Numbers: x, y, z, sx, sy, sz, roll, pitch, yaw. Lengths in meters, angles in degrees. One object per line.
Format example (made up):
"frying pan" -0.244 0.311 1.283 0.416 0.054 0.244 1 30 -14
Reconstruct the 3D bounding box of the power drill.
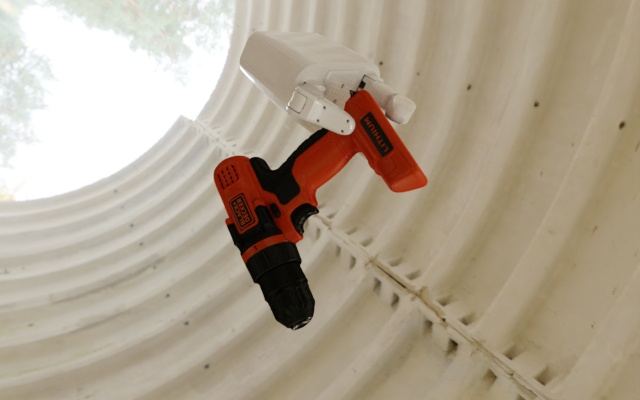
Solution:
"power drill" 0.000 0.001 0.445 0.187 0.184 0.057 -32 -21 11
